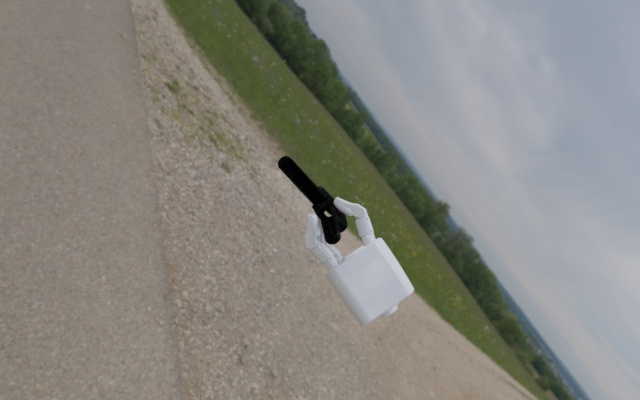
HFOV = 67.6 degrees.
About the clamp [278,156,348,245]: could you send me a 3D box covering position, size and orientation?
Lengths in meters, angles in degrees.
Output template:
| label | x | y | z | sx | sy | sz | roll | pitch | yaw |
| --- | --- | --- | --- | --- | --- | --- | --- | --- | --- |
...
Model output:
| label | x | y | z | sx | sy | sz | roll | pitch | yaw |
| --- | --- | --- | --- | --- | --- | --- | --- | --- | --- |
| clamp | 0.001 | 0.002 | 0.827 | 0.036 | 0.164 | 0.210 | -35 | -10 | 9 |
